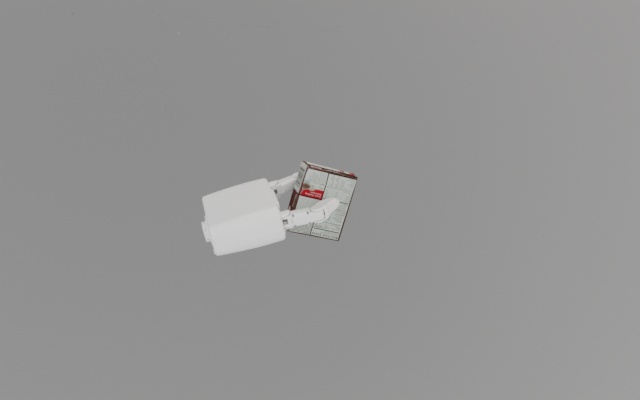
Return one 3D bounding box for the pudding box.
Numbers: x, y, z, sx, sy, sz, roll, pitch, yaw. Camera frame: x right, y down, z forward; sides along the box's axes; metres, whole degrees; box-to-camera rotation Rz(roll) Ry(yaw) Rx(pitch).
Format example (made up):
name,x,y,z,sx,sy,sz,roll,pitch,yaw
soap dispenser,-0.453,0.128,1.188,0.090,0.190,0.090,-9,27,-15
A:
name,x,y,z,sx,sy,sz,roll,pitch,yaw
pudding box,0.000,0.003,0.763,0.090,0.113,0.039,12,15,-20
